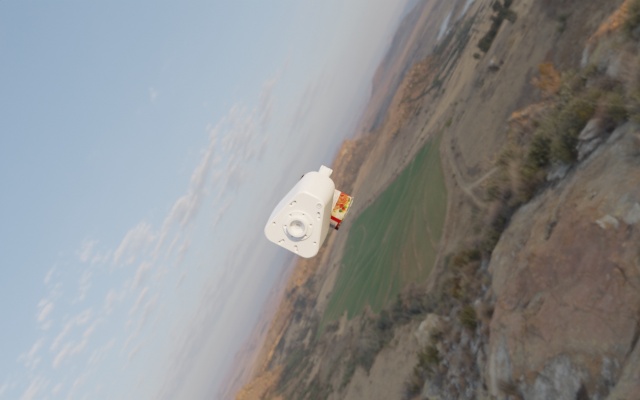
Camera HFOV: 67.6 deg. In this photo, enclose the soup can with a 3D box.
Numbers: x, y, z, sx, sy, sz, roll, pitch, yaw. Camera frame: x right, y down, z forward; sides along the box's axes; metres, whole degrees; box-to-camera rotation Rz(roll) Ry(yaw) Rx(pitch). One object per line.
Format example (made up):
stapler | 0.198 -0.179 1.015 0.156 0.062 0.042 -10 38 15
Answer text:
soup can | 0.000 0.002 0.872 0.102 0.068 0.068 26 0 -1
